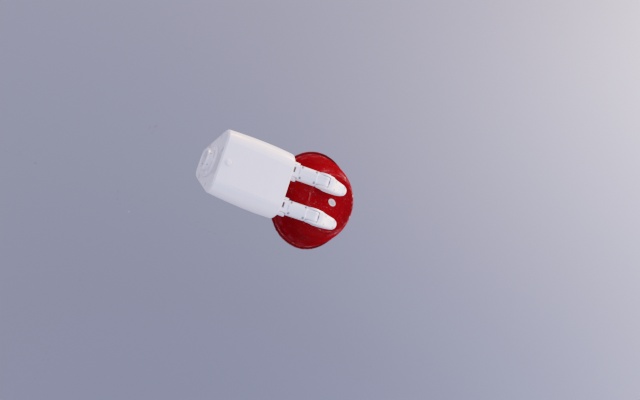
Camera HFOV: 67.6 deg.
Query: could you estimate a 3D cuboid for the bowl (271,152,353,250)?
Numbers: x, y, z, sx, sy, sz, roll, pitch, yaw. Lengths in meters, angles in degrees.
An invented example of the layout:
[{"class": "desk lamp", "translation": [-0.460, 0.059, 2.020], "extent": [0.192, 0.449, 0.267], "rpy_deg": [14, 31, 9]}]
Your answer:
[{"class": "bowl", "translation": [0.001, 0.003, 0.766], "extent": [0.162, 0.162, 0.055], "rpy_deg": [0, 5, -39]}]
